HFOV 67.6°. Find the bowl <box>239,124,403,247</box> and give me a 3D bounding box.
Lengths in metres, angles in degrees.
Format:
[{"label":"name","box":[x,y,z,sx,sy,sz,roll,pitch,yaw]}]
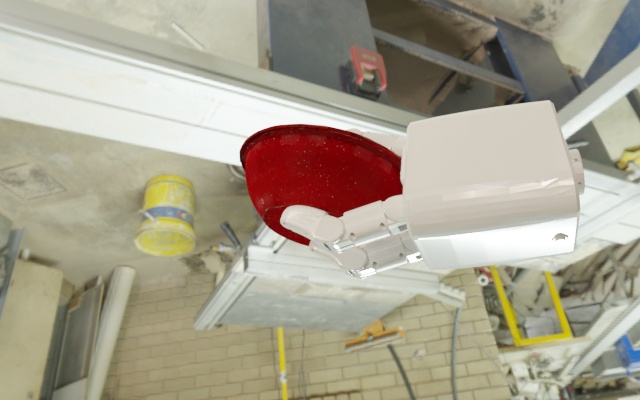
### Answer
[{"label":"bowl","box":[-0.001,0.002,0.421,0.162,0.055,0.162,11,-25,5]}]
